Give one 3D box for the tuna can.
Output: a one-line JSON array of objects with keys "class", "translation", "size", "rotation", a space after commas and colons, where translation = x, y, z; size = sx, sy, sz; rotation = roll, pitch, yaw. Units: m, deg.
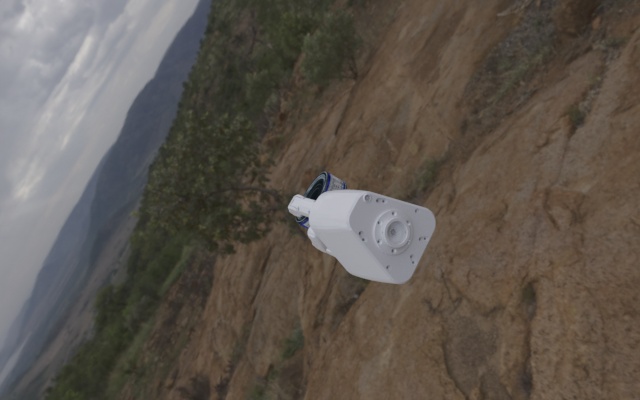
[{"class": "tuna can", "translation": [0.000, 0.002, 0.685], "size": [0.034, 0.086, 0.086], "rotation": [29, -9, -16]}]
